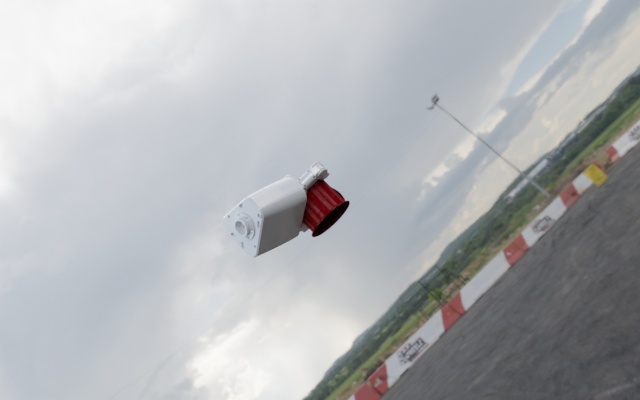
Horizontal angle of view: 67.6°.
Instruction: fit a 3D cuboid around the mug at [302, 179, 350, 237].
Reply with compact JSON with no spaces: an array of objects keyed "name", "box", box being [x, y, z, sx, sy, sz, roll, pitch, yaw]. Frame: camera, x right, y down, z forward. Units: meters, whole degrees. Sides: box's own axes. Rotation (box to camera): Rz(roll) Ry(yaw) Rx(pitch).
[{"name":"mug","box":[0.001,0.002,0.886,0.117,0.081,0.093,-27,-23,-47]}]
